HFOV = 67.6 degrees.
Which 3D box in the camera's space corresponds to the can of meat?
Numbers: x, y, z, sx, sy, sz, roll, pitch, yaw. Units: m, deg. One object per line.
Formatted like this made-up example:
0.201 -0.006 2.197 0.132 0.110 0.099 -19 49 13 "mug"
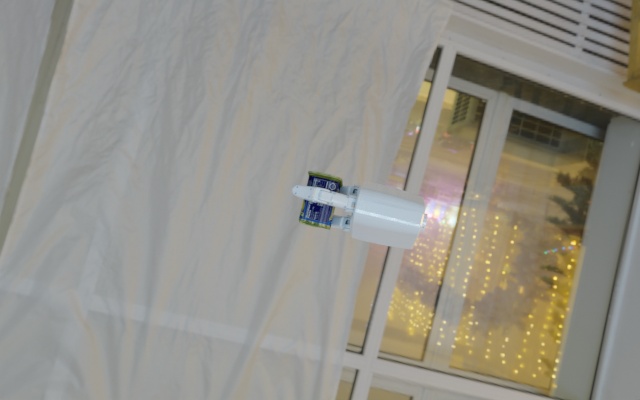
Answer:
0.000 0.003 0.797 0.057 0.084 0.102 13 -5 4 "can of meat"
